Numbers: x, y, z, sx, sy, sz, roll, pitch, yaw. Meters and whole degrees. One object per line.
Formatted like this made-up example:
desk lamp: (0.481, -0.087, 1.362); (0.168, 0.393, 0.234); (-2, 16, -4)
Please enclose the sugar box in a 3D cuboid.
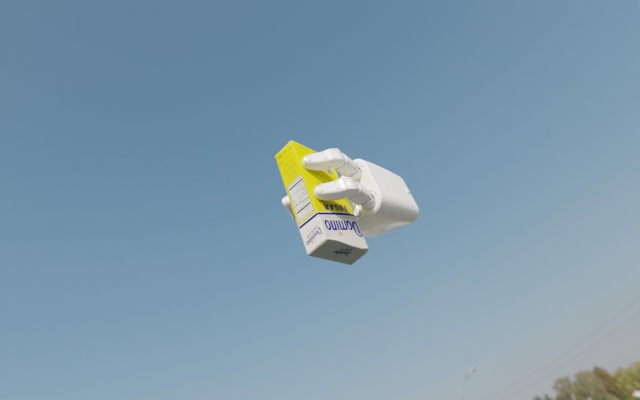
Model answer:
sugar box: (0.001, 0.002, 0.683); (0.093, 0.176, 0.048); (19, -52, -45)
